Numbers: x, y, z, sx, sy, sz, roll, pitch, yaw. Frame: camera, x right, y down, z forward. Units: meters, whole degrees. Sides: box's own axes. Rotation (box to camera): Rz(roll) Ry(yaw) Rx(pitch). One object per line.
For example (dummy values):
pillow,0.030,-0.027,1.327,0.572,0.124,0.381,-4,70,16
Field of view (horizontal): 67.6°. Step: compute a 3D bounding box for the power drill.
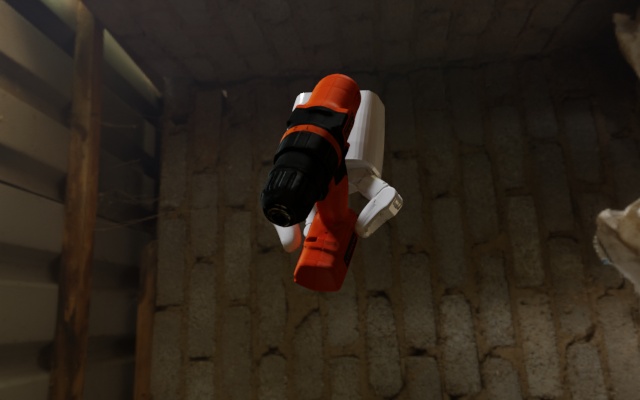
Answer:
power drill,0.000,0.002,0.450,0.057,0.188,0.184,11,45,14
